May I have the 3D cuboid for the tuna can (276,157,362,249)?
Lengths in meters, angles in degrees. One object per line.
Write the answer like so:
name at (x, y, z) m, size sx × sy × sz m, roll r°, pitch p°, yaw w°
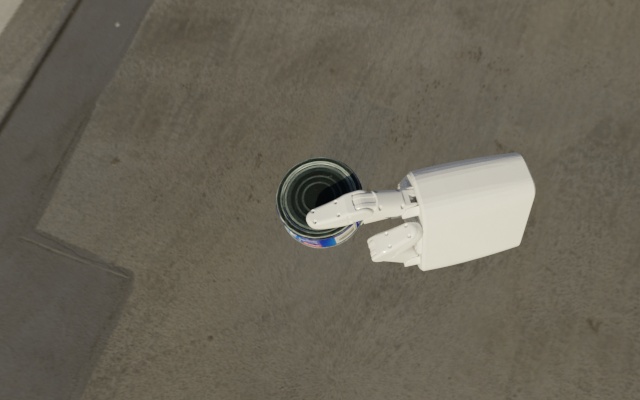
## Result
tuna can at (0.000, 0.001, 0.467) m, size 0.086 × 0.086 × 0.034 m, roll 0°, pitch -19°, yaw 8°
